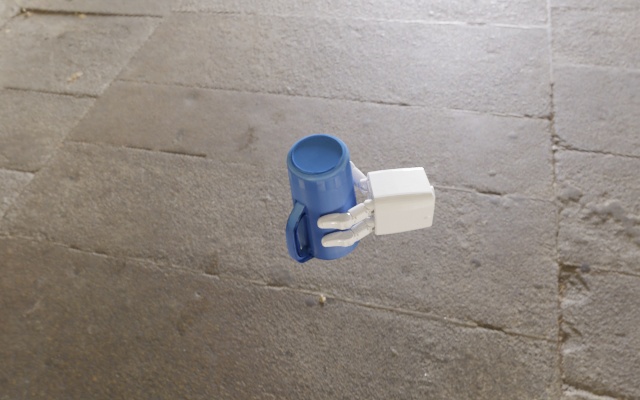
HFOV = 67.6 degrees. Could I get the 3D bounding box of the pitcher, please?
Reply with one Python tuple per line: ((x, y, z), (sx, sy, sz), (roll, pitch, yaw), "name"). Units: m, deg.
((0.000, 0.003, 0.890), (0.145, 0.149, 0.243), (-7, -39, 2), "pitcher")
